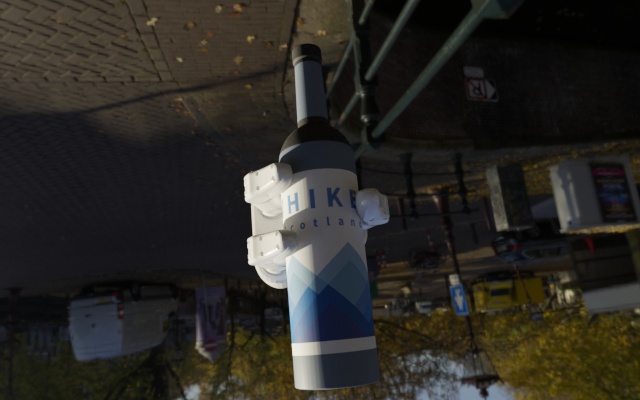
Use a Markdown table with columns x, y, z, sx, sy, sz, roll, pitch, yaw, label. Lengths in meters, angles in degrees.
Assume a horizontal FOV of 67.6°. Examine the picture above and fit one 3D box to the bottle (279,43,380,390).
| x | y | z | sx | sy | sz | roll | pitch | yaw | label |
| --- | --- | --- | --- | --- | --- | --- | --- | --- | --- |
| 0.000 | 0.002 | 0.410 | 0.069 | 0.295 | 0.069 | -5 | -15 | -1 | bottle |
